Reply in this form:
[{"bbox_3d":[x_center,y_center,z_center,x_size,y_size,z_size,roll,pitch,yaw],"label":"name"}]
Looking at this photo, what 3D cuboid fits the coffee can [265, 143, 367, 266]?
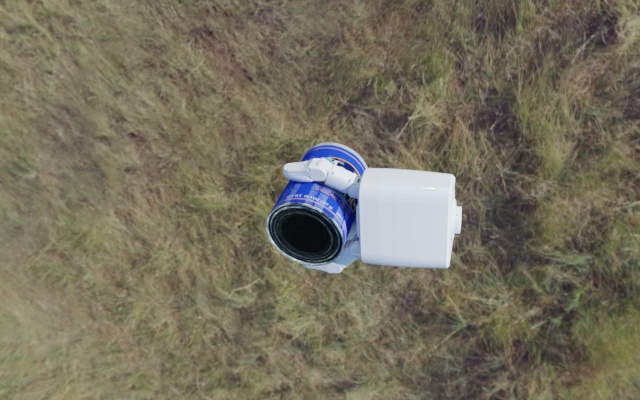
[{"bbox_3d":[0.000,0.002,0.637,0.103,0.103,0.140,0,37,22],"label":"coffee can"}]
